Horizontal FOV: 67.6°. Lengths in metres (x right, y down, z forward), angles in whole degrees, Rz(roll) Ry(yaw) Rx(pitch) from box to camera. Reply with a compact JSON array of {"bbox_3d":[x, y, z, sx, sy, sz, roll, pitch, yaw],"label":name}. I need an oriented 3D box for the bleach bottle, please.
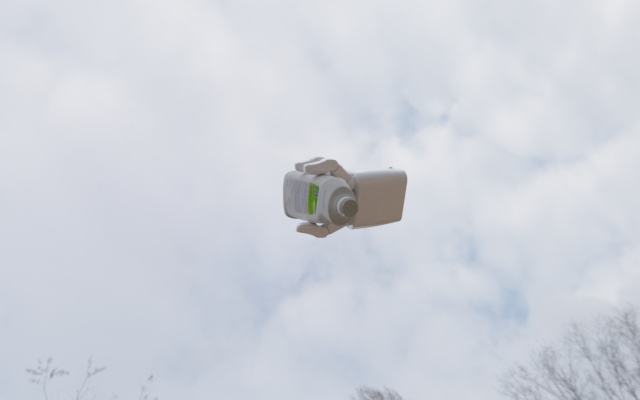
[{"bbox_3d":[0.000,0.003,0.849,0.068,0.102,0.251,-5,10,-21],"label":"bleach bottle"}]
